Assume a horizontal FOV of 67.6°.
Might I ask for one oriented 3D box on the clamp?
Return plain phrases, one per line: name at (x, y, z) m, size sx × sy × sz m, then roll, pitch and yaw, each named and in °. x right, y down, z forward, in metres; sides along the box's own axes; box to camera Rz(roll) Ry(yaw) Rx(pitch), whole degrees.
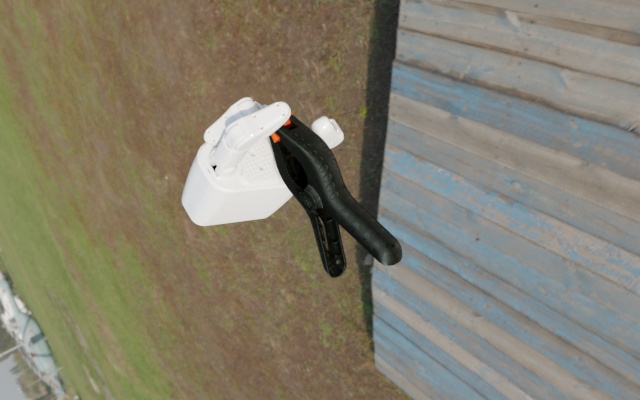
clamp at (0.000, 0.002, 0.458) m, size 0.039 × 0.171 × 0.120 m, roll -27°, pitch -10°, yaw -35°
